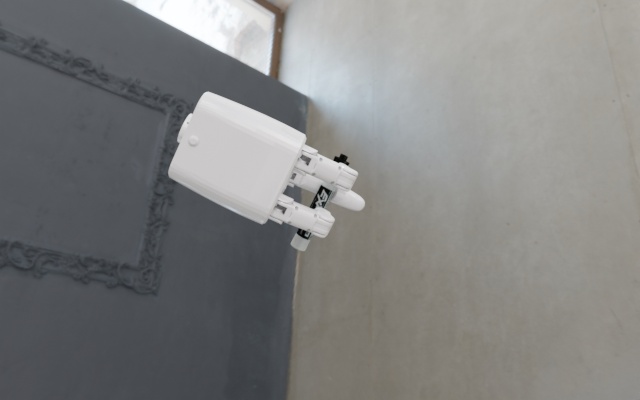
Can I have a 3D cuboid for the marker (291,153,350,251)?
[{"bbox_3d":[0.000,0.002,0.549,0.020,0.121,0.020,26,9,-5],"label":"marker"}]
